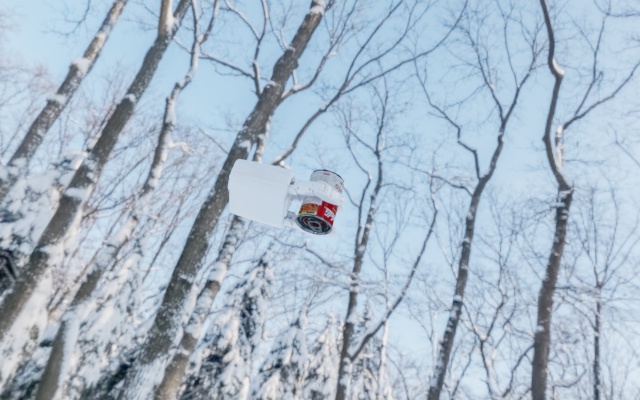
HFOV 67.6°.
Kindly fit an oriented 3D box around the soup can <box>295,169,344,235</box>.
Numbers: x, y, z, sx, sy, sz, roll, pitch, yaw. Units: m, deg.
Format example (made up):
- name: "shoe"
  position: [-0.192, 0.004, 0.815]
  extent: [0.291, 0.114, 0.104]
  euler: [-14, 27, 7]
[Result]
- name: "soup can"
  position: [0.001, 0.003, 0.872]
  extent: [0.068, 0.102, 0.068]
  euler: [13, -30, 8]
